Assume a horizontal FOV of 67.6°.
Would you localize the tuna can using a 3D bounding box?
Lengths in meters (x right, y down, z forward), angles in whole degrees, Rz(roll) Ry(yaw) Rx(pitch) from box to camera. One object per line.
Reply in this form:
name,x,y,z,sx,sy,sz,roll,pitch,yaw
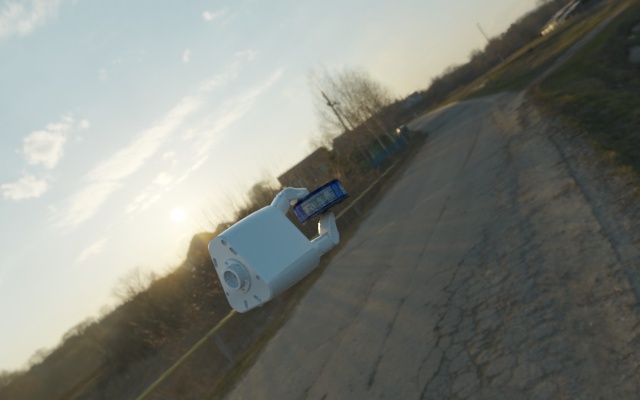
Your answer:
tuna can,0.000,0.002,0.737,0.086,0.034,0.086,-32,-4,-3
